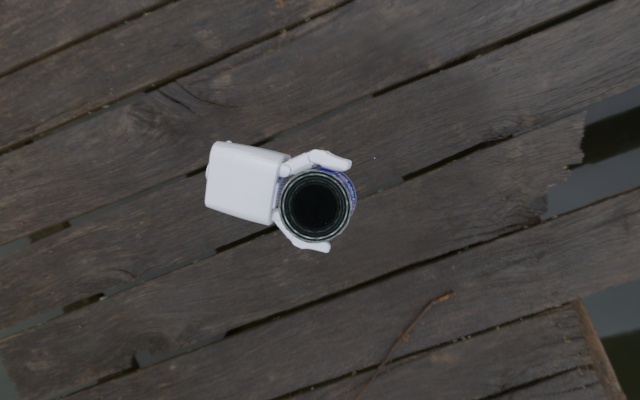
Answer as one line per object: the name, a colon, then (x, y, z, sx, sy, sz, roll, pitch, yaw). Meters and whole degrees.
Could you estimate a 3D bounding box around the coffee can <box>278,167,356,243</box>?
coffee can: (0.000, 0.002, 0.721, 0.103, 0.103, 0.140, 0, 5, 6)
